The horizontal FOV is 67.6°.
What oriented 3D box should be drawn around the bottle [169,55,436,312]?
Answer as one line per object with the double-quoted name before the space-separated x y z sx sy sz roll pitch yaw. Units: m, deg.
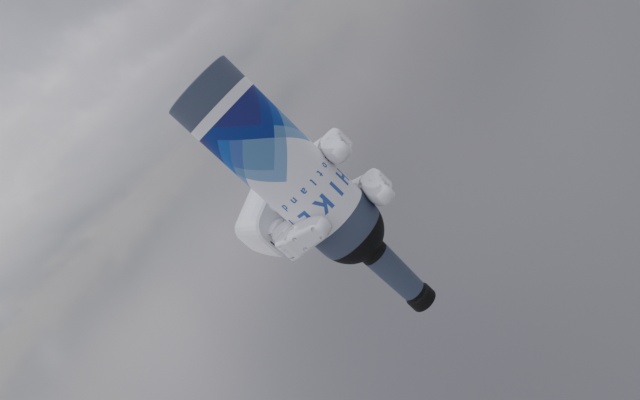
"bottle" 0.000 0.001 0.433 0.296 0.069 0.069 44 -14 -15
